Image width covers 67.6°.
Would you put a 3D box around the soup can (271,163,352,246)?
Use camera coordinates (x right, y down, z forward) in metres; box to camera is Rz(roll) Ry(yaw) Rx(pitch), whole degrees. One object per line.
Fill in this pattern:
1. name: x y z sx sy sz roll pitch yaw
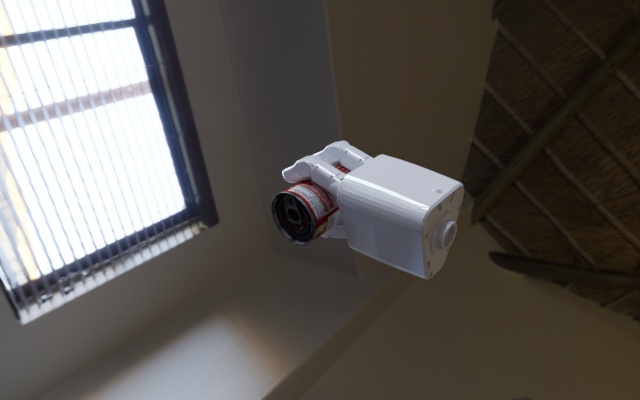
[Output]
1. soup can: 0.000 0.002 0.582 0.068 0.068 0.102 0 23 45
